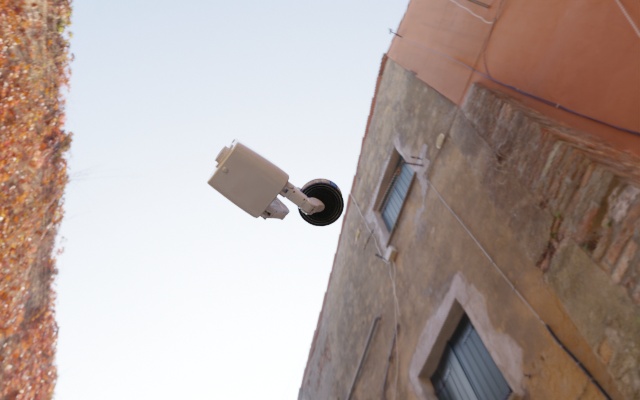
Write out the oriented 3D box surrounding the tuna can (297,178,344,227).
[{"bbox_3d":[0.000,0.003,0.877,0.086,0.086,0.033,0,21,-1],"label":"tuna can"}]
